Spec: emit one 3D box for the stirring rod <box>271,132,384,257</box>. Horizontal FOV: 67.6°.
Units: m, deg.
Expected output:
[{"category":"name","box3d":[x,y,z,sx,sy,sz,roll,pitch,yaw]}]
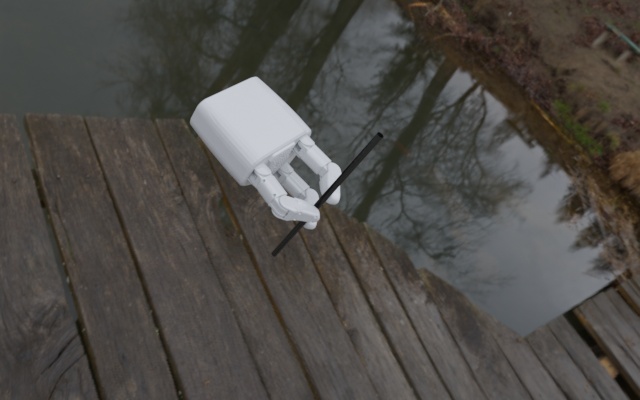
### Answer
[{"category":"stirring rod","box3d":[0.000,0.002,0.581,0.011,0.011,0.240,0,-37,-41]}]
